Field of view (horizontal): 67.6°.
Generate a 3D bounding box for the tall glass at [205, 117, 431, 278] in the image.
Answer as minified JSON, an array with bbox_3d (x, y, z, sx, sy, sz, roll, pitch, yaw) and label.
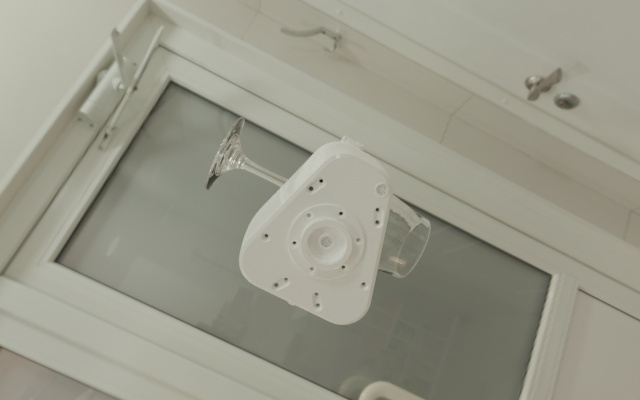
[{"bbox_3d":[-0.001,0.001,0.446,0.201,0.079,0.079,27,-2,-5],"label":"tall glass"}]
